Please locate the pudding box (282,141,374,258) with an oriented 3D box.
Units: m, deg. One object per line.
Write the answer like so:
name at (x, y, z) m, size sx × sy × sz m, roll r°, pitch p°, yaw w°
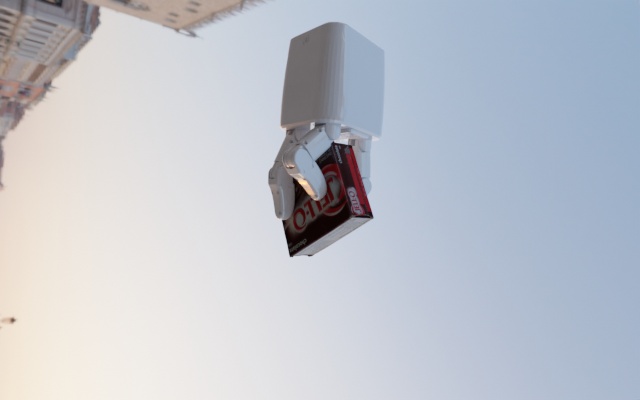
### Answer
pudding box at (0.000, 0.002, 0.527) m, size 0.039 × 0.090 × 0.113 m, roll 5°, pitch -30°, yaw -37°
